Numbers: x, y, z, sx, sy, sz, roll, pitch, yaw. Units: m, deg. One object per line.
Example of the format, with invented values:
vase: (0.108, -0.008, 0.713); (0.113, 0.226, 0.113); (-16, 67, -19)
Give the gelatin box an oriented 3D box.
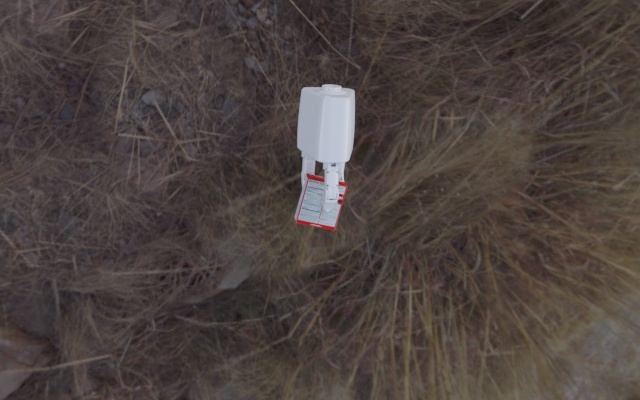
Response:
gelatin box: (0.000, 0.003, 0.847); (0.073, 0.089, 0.030); (12, 15, -14)
